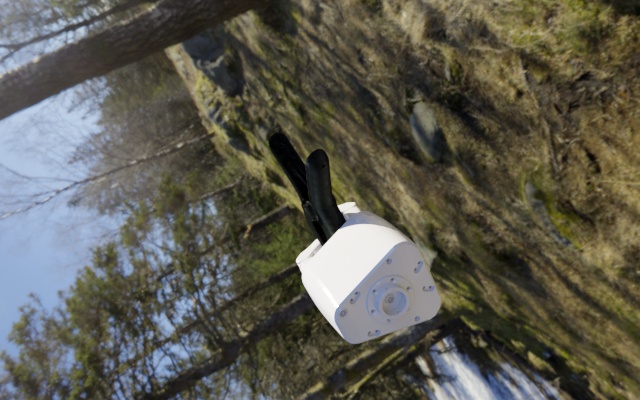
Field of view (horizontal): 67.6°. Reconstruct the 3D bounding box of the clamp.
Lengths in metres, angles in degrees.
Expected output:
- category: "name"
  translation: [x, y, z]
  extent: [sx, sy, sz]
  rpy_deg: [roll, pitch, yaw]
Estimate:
- category: "clamp"
  translation: [0.000, 0.002, 0.548]
  extent: [0.039, 0.171, 0.120]
  rpy_deg: [-32, 20, -10]
